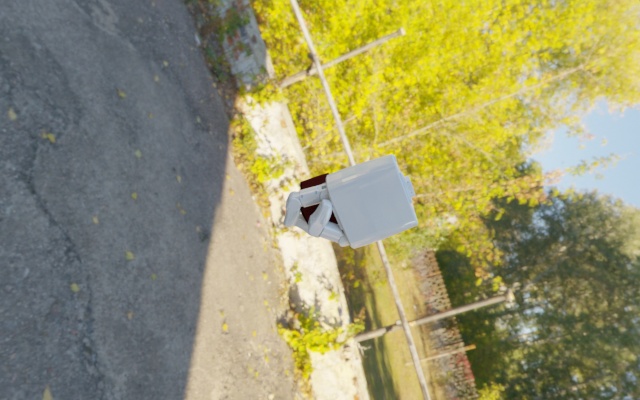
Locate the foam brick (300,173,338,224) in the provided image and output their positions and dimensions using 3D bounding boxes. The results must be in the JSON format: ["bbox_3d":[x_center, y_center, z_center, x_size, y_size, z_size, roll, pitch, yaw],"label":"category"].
[{"bbox_3d":[0.000,0.002,0.760,0.051,0.053,0.078,-20,34,12],"label":"foam brick"}]
